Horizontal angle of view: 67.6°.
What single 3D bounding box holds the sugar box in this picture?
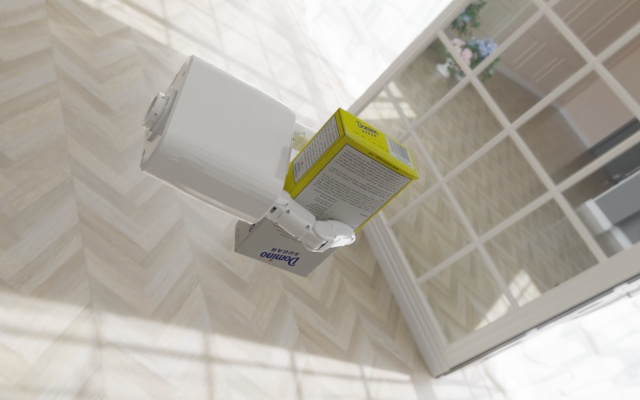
[{"bbox_3d":[0.000,0.001,0.465,0.093,0.048,0.176,26,-52,-30],"label":"sugar box"}]
